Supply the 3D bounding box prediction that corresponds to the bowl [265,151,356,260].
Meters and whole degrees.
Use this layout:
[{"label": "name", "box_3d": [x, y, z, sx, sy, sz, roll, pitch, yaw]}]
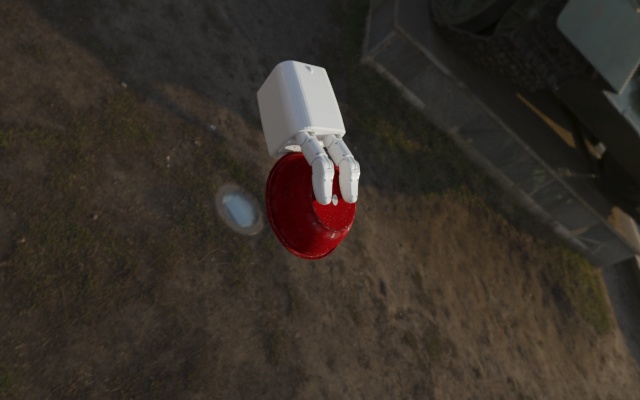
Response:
[{"label": "bowl", "box_3d": [0.001, 0.003, 0.680, 0.055, 0.162, 0.162, -13, -9, 43]}]
